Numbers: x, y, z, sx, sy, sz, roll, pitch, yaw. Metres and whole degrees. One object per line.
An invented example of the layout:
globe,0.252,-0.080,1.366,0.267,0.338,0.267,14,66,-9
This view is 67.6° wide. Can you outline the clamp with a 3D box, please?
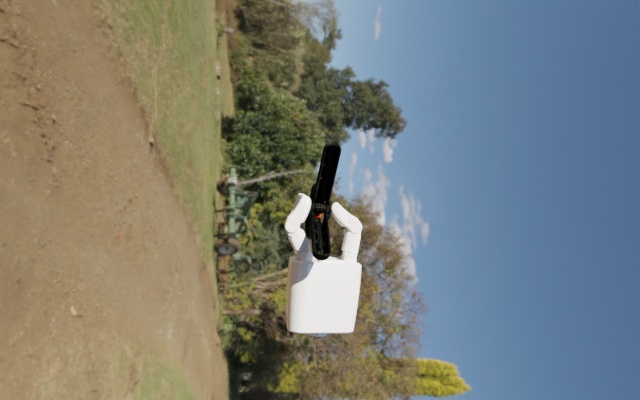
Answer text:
clamp,0.001,0.003,0.739,0.036,0.164,0.210,8,-3,-6
